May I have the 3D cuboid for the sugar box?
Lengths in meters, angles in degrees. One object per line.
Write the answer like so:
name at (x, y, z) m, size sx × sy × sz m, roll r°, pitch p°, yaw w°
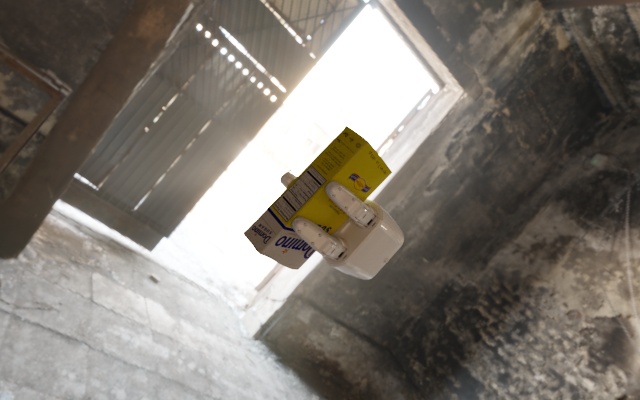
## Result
sugar box at (0.001, 0.002, 0.574) m, size 0.048 × 0.176 × 0.093 m, roll 43°, pitch 3°, yaw 33°
